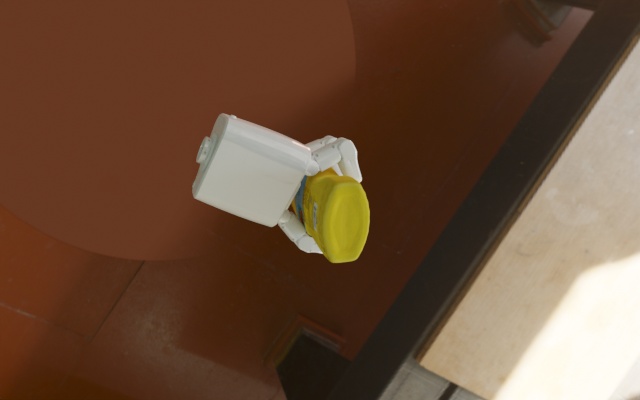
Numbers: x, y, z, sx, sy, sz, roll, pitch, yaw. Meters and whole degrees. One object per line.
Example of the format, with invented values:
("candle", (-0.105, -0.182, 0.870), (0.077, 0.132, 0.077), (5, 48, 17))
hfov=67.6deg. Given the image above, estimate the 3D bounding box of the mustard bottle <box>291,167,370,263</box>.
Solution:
("mustard bottle", (0.000, 0.002, 0.610), (0.058, 0.096, 0.191), (-5, 16, -17))
